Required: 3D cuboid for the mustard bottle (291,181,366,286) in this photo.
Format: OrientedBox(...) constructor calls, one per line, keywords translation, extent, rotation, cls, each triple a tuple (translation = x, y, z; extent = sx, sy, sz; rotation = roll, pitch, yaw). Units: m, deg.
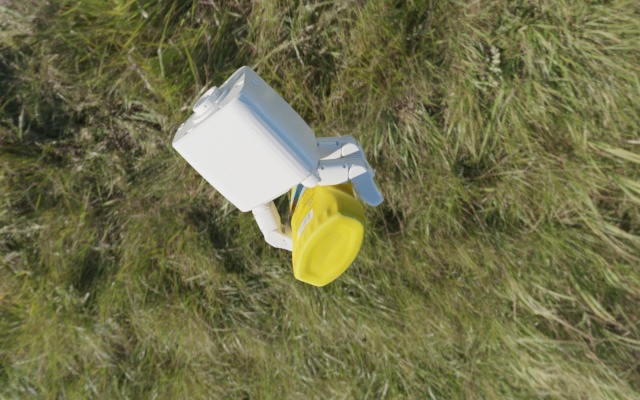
OrientedBox(translation=(0.000, 0.002, 0.548), extent=(0.058, 0.096, 0.191), rotation=(21, 27, -18), cls="mustard bottle")
